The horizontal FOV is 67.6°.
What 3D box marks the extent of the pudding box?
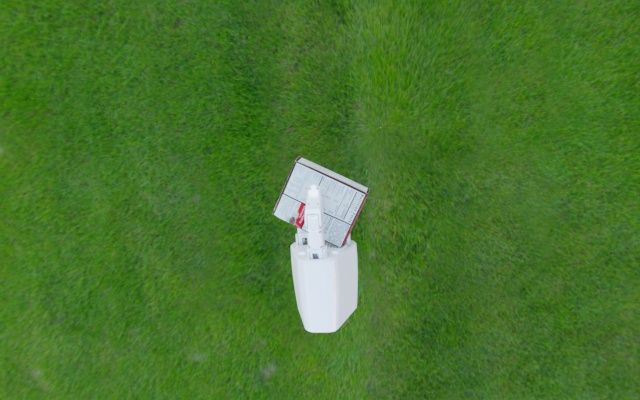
[{"bbox_3d":[0.000,0.002,0.674,0.113,0.090,0.039,25,15,1],"label":"pudding box"}]
